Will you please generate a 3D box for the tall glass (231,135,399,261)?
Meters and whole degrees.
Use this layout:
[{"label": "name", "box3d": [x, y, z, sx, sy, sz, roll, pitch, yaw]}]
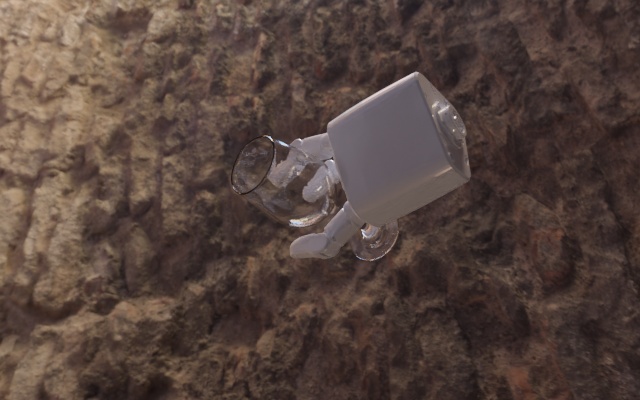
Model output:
[{"label": "tall glass", "box3d": [0.000, 0.002, 0.518, 0.079, 0.079, 0.201, 0, -21, 45]}]
